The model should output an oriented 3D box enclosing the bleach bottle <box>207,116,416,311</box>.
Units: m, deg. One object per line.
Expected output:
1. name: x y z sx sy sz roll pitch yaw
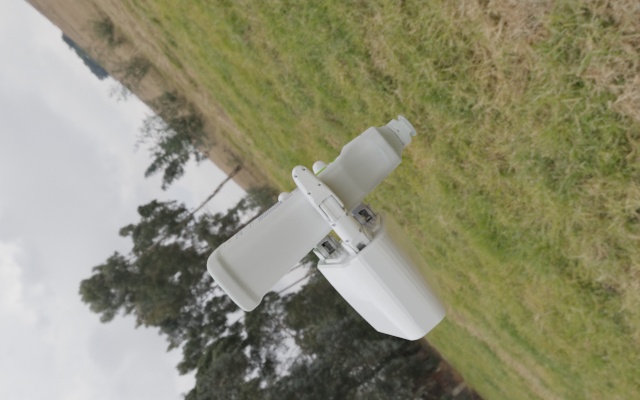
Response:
1. bleach bottle: 0.000 0.002 0.500 0.251 0.068 0.102 -41 7 -2
